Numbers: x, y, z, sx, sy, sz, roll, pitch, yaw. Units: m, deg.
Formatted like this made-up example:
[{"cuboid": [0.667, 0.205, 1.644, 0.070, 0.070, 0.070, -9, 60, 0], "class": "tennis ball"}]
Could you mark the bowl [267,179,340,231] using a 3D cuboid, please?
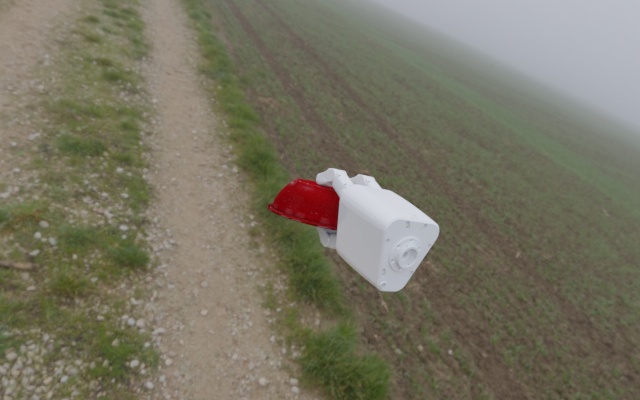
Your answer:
[{"cuboid": [-0.001, 0.002, 0.755, 0.162, 0.055, 0.162, 13, 6, -1], "class": "bowl"}]
